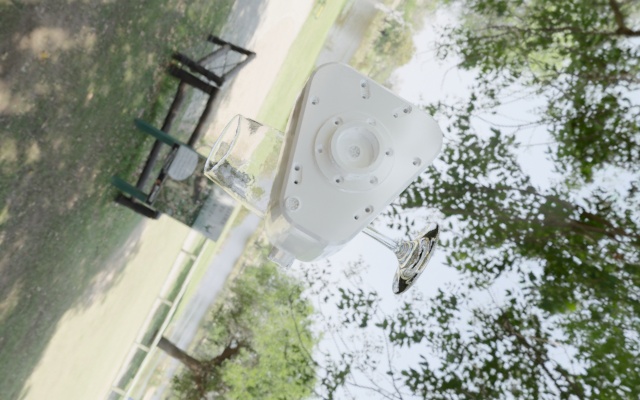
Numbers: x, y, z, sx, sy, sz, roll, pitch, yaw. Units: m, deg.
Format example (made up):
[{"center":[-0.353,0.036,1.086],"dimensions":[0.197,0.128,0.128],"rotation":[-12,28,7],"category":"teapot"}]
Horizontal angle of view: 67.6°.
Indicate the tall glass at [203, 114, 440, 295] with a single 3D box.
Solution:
[{"center":[0.001,0.002,0.421],"dimensions":[0.201,0.079,0.079],"rotation":[31,-2,-3],"category":"tall glass"}]
